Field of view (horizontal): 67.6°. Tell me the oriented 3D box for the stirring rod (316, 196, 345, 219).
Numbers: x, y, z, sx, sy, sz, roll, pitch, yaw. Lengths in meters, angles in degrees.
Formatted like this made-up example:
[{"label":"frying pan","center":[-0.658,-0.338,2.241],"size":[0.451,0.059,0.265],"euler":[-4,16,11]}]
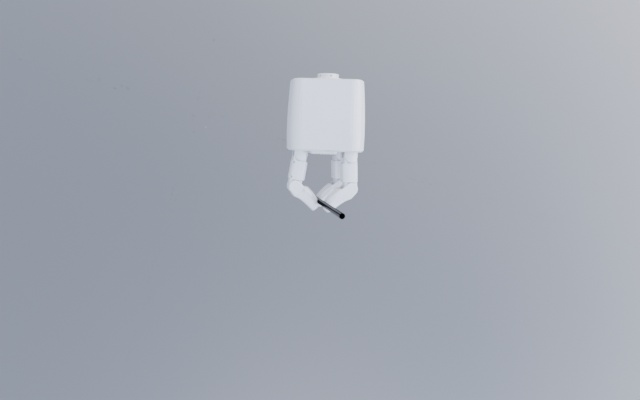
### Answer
[{"label":"stirring rod","center":[0.000,0.002,0.729],"size":[0.011,0.011,0.239],"euler":[0,9,-13]}]
